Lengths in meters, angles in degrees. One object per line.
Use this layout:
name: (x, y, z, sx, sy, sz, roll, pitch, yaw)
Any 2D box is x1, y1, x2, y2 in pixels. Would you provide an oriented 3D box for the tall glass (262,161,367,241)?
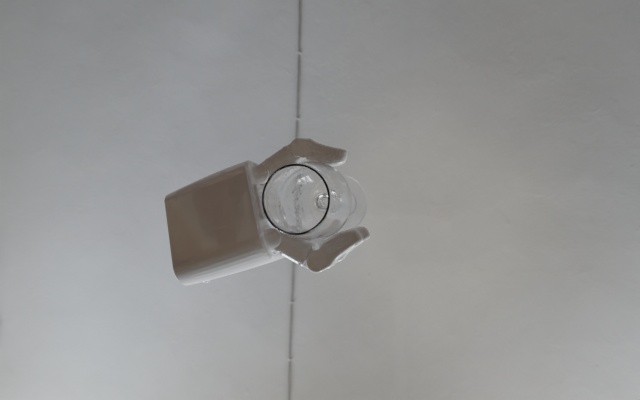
tall glass: (0.000, 0.002, 0.508, 0.079, 0.079, 0.201, 0, -2, 13)
